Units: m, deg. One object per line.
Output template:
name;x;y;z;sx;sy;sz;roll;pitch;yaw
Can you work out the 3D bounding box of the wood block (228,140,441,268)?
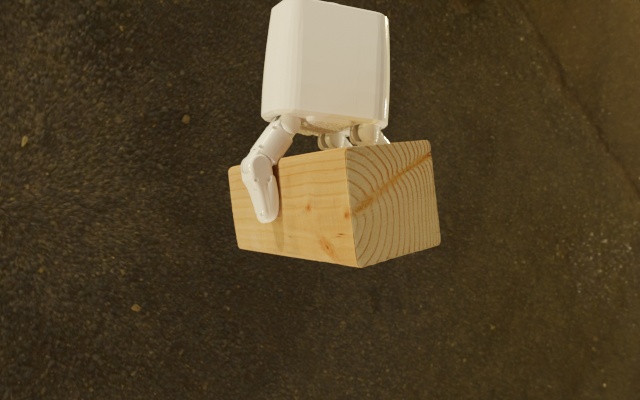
wood block;0.000;0.001;0.451;0.091;0.090;0.206;-9;4;-34
